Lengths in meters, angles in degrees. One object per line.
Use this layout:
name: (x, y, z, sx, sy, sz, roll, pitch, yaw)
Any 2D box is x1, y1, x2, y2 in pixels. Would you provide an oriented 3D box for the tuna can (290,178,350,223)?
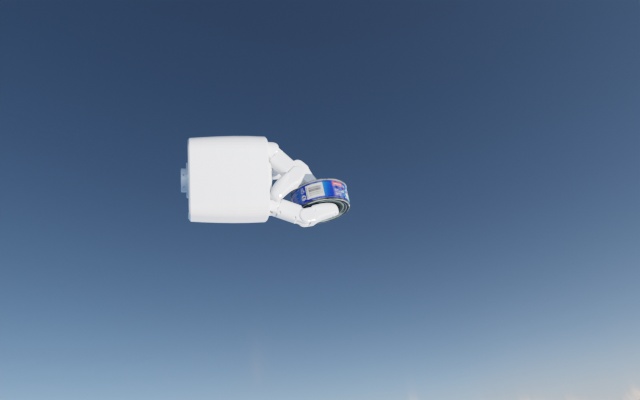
tuna can: (0.000, 0.003, 0.712, 0.086, 0.033, 0.086, -10, -25, -5)
